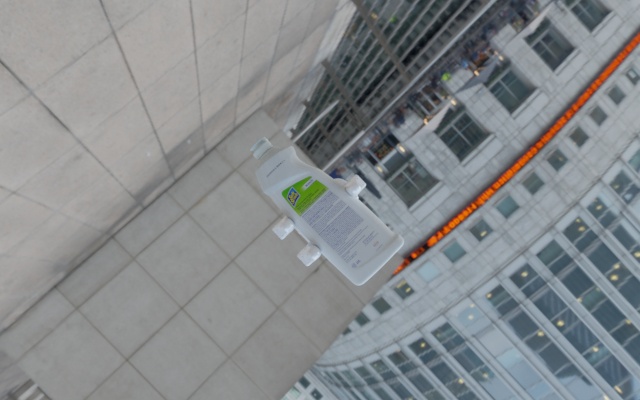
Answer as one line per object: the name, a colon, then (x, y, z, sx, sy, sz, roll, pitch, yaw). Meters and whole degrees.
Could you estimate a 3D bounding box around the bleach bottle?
bleach bottle: (0.000, 0.002, 0.699, 0.102, 0.251, 0.068, -44, 2, -6)
